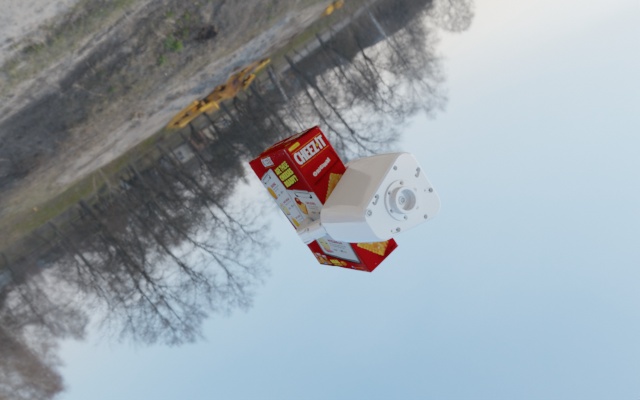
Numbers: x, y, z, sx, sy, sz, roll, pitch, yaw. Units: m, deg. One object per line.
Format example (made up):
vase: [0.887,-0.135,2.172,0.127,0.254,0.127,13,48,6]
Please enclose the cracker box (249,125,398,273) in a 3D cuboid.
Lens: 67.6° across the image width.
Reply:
cracker box: [0.000,0.003,0.726,0.072,0.214,0.164,-40,14,-22]
